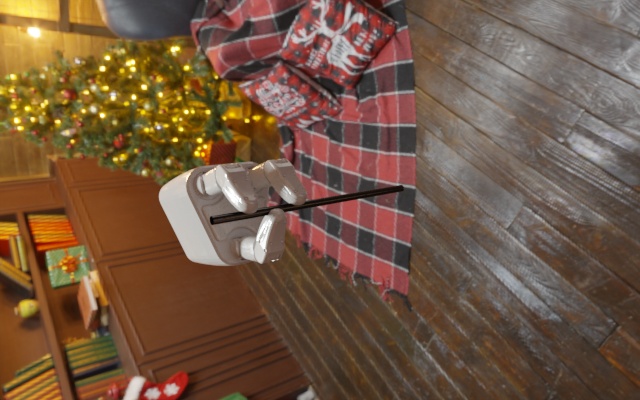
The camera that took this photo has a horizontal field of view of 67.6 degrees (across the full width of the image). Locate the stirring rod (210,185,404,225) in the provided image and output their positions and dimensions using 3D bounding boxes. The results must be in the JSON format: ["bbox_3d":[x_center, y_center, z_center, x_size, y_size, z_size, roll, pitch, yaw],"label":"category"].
[{"bbox_3d":[0.000,0.002,0.488,0.239,0.011,0.011,-10,6,-37],"label":"stirring rod"}]
